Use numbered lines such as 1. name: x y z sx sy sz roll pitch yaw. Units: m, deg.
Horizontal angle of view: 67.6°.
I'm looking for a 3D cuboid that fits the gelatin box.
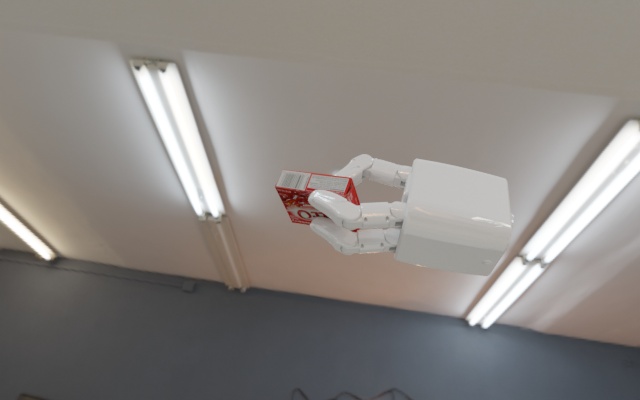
1. gelatin box: 0.000 0.001 0.555 0.089 0.030 0.073 8 -33 22
